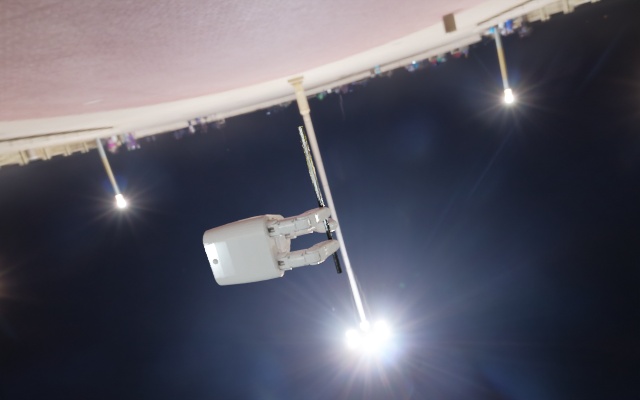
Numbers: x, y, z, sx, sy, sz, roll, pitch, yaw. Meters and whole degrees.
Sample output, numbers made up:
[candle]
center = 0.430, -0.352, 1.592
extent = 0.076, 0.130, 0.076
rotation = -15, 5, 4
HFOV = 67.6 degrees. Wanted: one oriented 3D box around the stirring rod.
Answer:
[stirring rod]
center = 0.000, 0.002, 0.741
extent = 0.011, 0.239, 0.011
rotation = -15, 12, 3
